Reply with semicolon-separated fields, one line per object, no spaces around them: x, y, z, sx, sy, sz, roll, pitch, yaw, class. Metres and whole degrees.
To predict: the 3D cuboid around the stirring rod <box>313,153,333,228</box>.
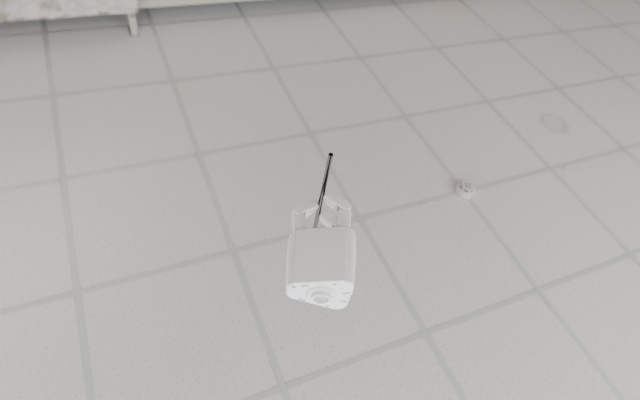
0.000;0.003;0.864;0.011;0.011;0.240;0;-40;-10;stirring rod
